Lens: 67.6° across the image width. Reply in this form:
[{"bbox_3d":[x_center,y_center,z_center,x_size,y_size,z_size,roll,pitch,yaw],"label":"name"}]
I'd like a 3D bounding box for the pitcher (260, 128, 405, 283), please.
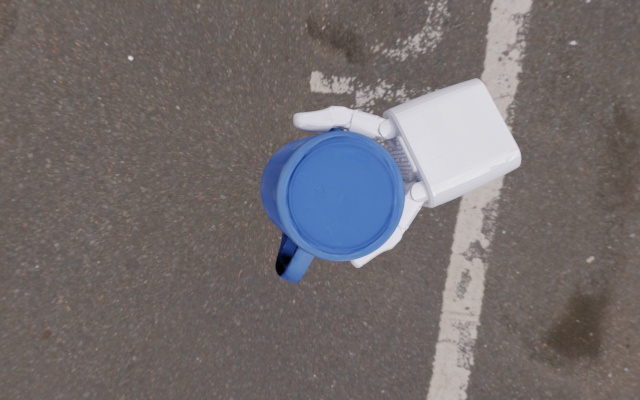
[{"bbox_3d":[0.000,0.002,0.500,0.145,0.149,0.243,-21,5,-5],"label":"pitcher"}]
